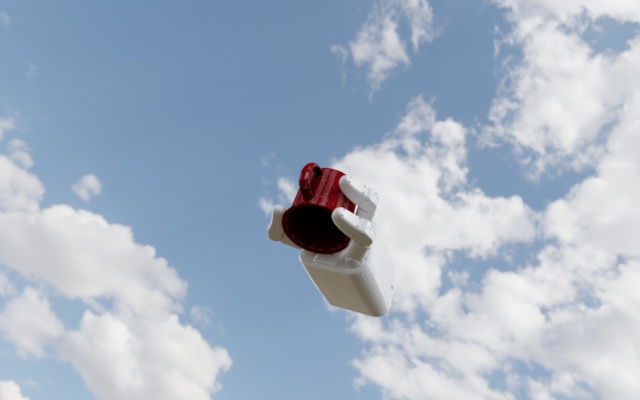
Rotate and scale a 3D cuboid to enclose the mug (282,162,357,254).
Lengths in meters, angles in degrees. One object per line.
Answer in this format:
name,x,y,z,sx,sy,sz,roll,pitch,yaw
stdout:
mug,0.000,0.001,0.627,0.093,0.117,0.081,-7,40,25
